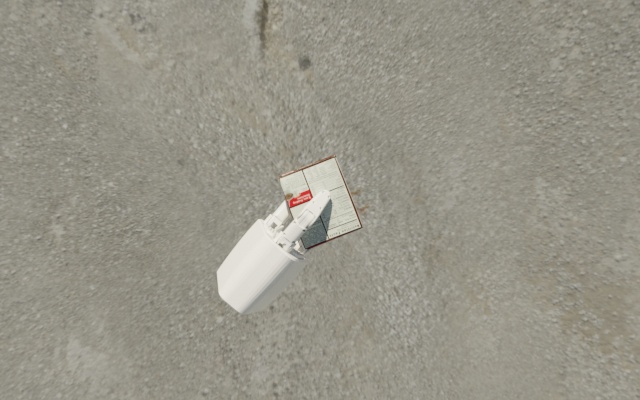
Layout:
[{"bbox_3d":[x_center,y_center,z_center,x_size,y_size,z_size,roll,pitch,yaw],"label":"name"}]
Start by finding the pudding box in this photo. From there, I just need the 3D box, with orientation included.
[{"bbox_3d":[0.000,0.002,0.681,0.090,0.113,0.039,-21,4,2],"label":"pudding box"}]
